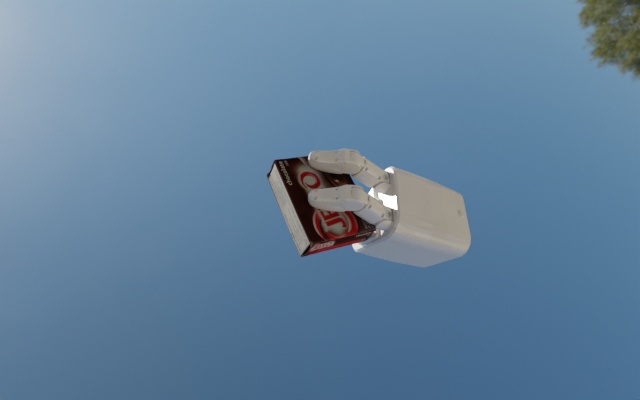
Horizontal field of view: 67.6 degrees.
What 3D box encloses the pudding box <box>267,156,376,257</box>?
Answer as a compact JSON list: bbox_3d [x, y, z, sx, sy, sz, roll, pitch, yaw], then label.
[{"bbox_3d":[0.000,0.002,0.550,0.090,0.113,0.039,-10,-29,-33],"label":"pudding box"}]
